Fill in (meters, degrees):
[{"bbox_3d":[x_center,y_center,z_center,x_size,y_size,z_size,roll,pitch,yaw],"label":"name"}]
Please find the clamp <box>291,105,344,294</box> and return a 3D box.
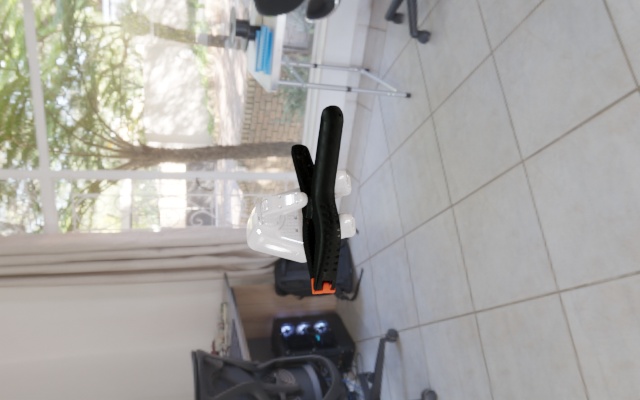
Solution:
[{"bbox_3d":[-0.001,0.002,0.565,0.036,0.210,0.164,-1,-16,-16],"label":"clamp"}]
